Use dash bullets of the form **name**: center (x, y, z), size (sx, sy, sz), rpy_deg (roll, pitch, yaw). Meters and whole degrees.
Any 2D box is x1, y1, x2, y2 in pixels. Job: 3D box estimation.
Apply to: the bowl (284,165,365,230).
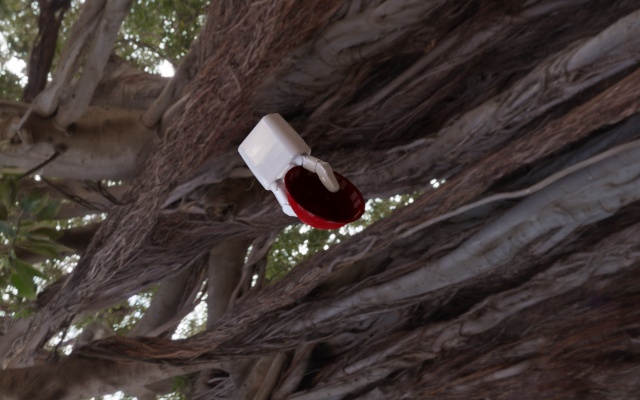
- **bowl**: center (0.001, 0.004, 0.892), size (0.162, 0.055, 0.162), rpy_deg (17, 35, -13)
